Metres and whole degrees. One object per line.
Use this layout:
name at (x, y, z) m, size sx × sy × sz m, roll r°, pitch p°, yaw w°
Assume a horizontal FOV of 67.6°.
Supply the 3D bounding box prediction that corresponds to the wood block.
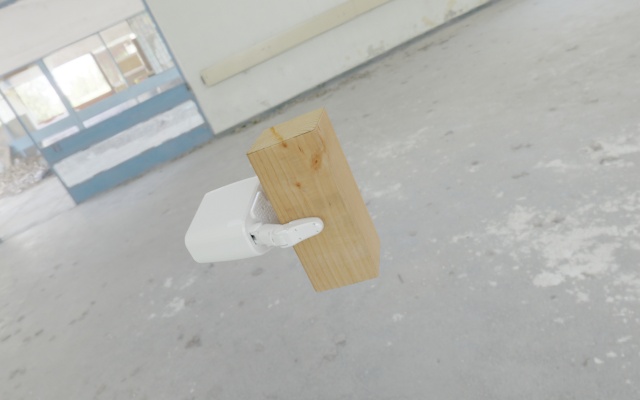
wood block at (0.000, 0.002, 0.608) m, size 0.090 × 0.206 × 0.090 m, roll -18°, pitch 23°, yaw 18°
